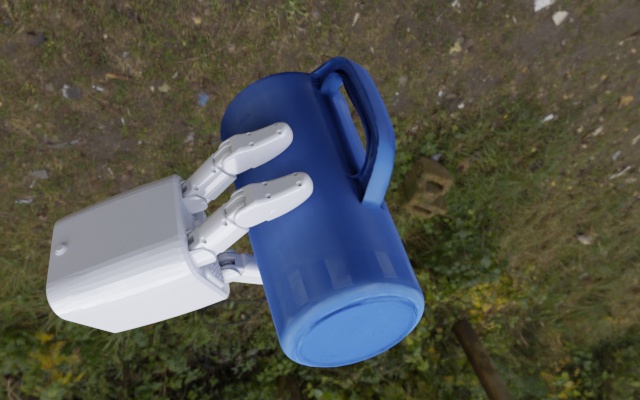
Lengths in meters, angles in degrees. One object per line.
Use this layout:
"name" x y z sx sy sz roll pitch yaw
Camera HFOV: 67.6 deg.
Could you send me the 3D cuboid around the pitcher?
"pitcher" 0.000 0.001 0.406 0.145 0.242 0.149 -18 -40 -3
